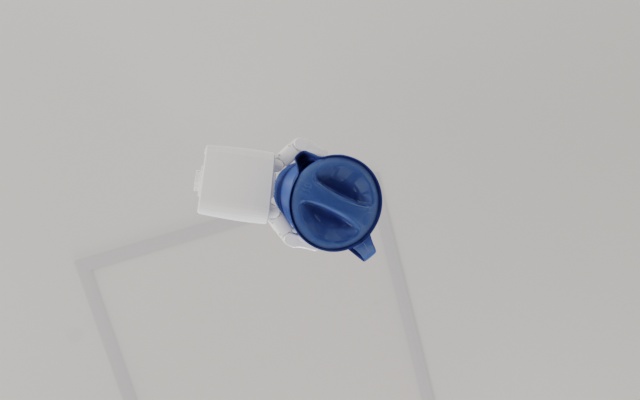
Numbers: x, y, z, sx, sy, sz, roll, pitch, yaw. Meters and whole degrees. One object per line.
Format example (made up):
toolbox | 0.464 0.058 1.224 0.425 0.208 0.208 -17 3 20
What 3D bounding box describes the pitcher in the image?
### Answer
pitcher | 0.000 0.002 0.758 0.145 0.149 0.243 7 4 -14
